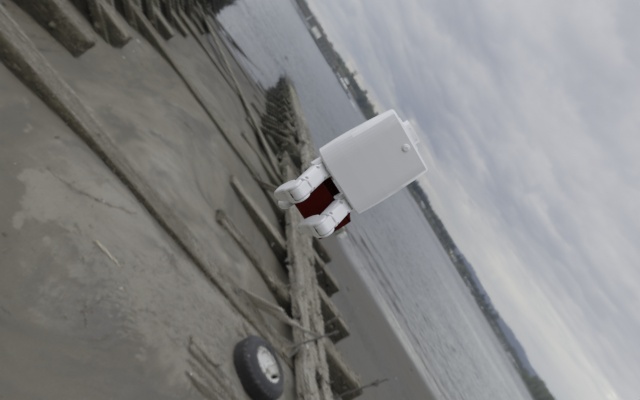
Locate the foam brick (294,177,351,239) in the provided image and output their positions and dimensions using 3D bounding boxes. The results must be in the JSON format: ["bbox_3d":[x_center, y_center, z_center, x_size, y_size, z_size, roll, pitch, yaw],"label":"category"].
[{"bbox_3d":[0.000,0.002,0.645,0.051,0.078,0.053,-30,18,12],"label":"foam brick"}]
